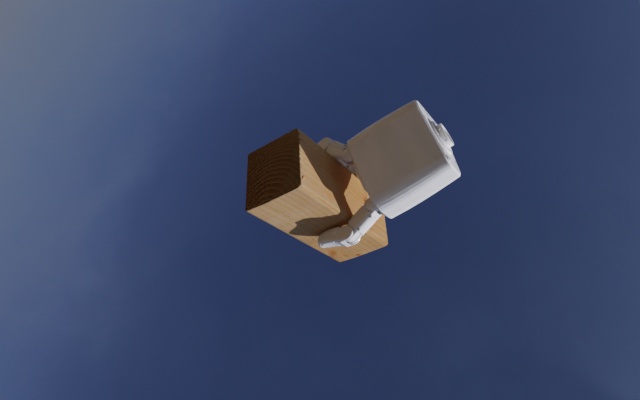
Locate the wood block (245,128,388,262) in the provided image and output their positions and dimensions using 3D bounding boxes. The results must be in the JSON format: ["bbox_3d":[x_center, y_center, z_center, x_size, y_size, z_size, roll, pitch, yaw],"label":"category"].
[{"bbox_3d":[0.001,0.002,0.662,0.090,0.090,0.206,-23,-37,29],"label":"wood block"}]
